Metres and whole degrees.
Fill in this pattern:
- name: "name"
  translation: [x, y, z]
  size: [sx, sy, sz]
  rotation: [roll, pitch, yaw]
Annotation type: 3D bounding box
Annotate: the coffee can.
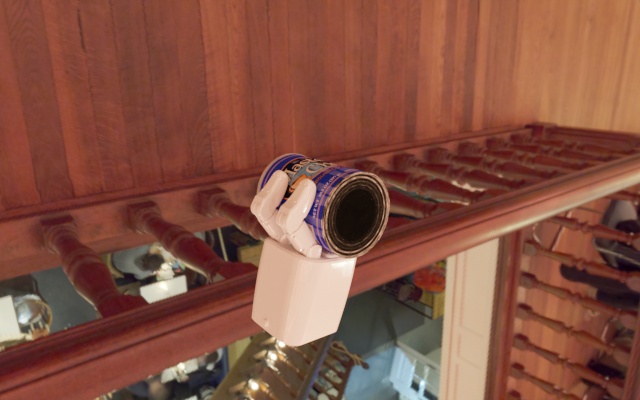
- name: "coffee can"
  translation: [0.000, 0.002, 0.595]
  size: [0.103, 0.103, 0.140]
  rotation: [0, 13, -39]
